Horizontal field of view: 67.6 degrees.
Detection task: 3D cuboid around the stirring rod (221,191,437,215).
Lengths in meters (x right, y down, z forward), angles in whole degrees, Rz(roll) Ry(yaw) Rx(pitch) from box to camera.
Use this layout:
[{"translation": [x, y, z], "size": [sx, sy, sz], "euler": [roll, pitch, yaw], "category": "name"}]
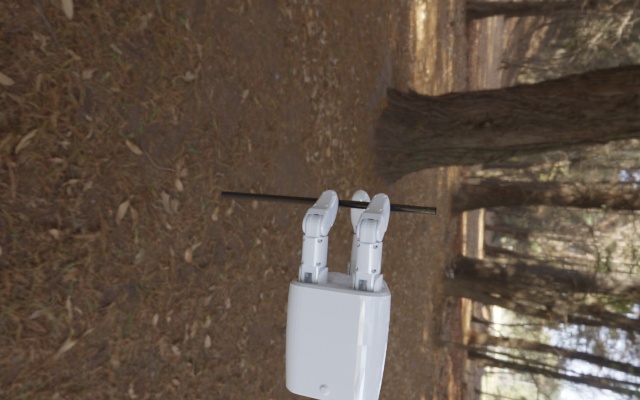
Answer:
[{"translation": [0.000, 0.002, 0.506], "size": [0.239, 0.011, 0.011], "euler": [4, 1, 21], "category": "stirring rod"}]
